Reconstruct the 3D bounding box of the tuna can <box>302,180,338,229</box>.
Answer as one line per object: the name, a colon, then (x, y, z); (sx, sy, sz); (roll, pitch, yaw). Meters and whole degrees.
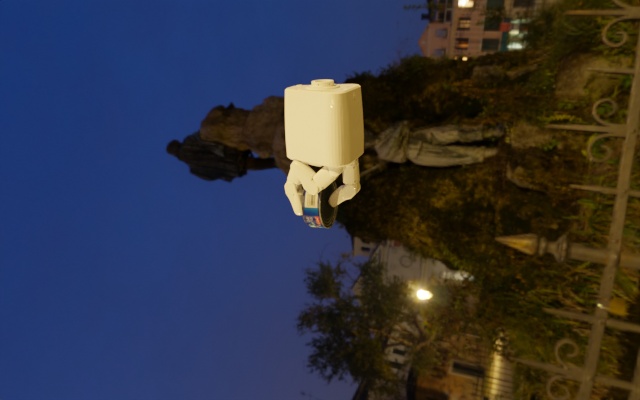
tuna can: (0.000, 0.003, 0.789); (0.034, 0.086, 0.086); (3, 1, 21)
